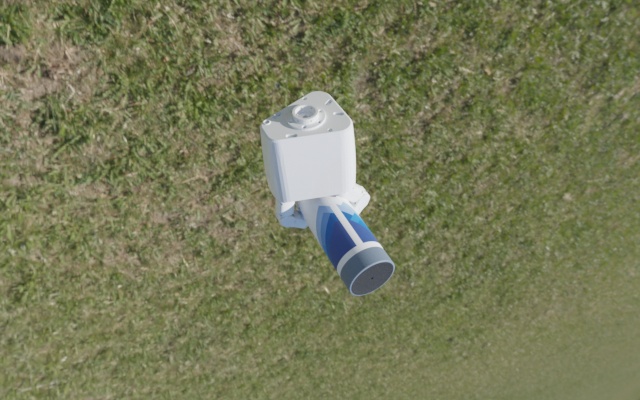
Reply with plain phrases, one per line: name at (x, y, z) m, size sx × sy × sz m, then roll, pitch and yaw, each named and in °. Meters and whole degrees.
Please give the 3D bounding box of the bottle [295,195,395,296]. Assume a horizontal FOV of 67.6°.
bottle at (0.000, 0.002, 0.690) m, size 0.069 × 0.069 × 0.295 m, roll 0°, pitch 41°, yaw -36°
